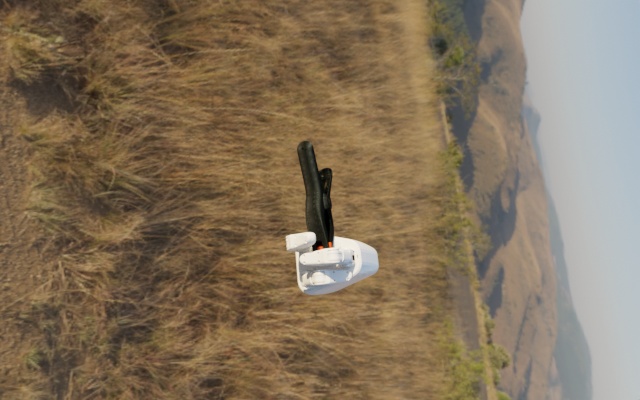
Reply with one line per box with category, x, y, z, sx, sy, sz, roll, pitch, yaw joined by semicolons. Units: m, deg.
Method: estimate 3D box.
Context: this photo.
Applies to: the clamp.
clamp;0.001;0.002;0.746;0.039;0.171;0.120;-9;-13;22
